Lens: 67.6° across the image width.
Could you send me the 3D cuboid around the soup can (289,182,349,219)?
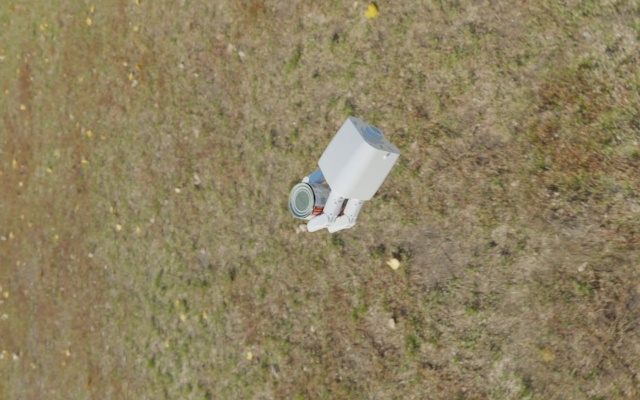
[{"bbox_3d":[0.000,0.003,0.892,0.068,0.068,0.102,0,-3,44],"label":"soup can"}]
